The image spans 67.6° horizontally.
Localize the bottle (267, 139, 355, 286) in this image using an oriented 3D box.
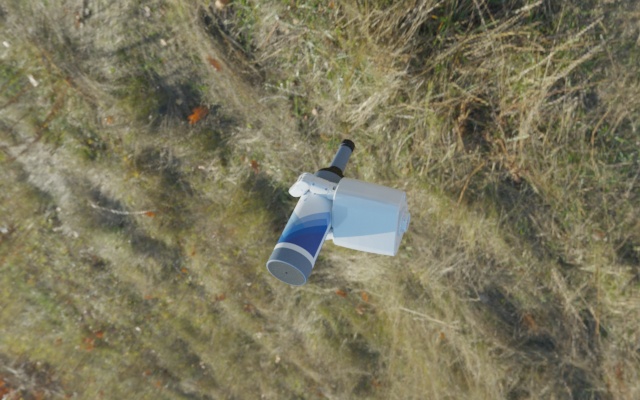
[{"bbox_3d":[0.000,0.003,0.809,0.069,0.295,0.069,17,-36,13],"label":"bottle"}]
